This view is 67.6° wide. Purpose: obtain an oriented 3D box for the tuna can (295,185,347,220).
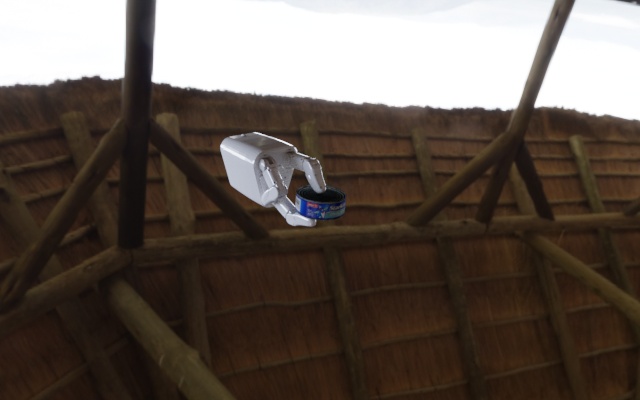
[{"bbox_3d":[0.000,0.003,0.808,0.086,0.034,0.086,5,21,-2],"label":"tuna can"}]
